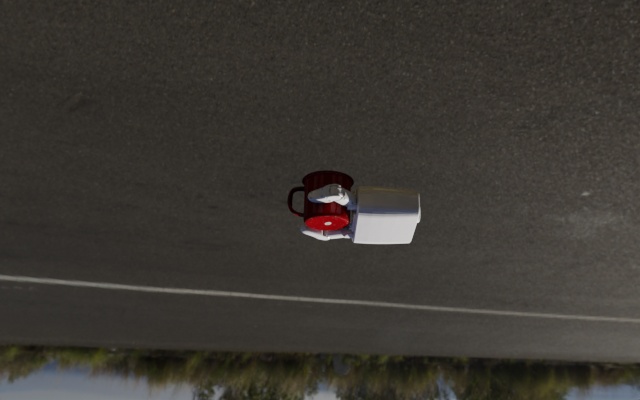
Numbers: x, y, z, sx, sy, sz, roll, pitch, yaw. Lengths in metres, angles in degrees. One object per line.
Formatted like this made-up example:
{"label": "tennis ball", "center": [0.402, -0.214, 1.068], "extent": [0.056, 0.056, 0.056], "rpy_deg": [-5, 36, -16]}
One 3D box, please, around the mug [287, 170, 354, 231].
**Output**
{"label": "mug", "center": [-0.001, 0.003, 0.840], "extent": [0.117, 0.081, 0.093], "rpy_deg": [2, -22, 0]}
